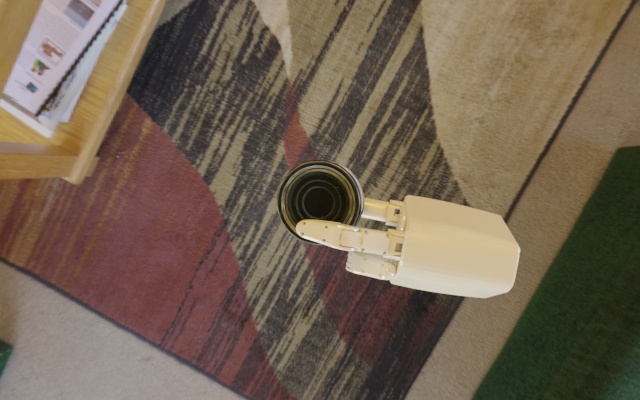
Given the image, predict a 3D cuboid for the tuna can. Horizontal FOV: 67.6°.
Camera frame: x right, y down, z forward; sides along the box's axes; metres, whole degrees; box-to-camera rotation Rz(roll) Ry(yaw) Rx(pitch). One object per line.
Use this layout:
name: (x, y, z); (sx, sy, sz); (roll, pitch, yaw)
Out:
tuna can: (0.000, 0.002, 0.479); (0.086, 0.086, 0.034); (0, 3, 9)
